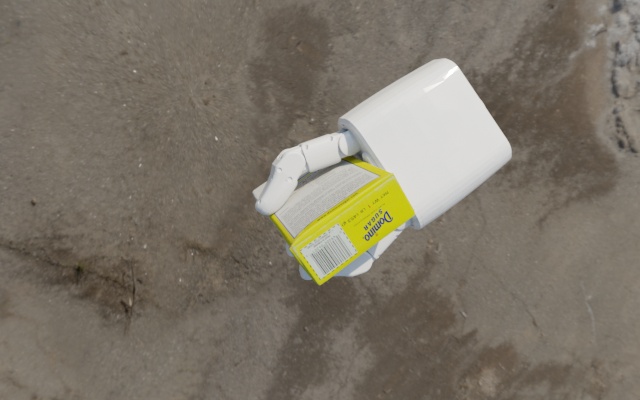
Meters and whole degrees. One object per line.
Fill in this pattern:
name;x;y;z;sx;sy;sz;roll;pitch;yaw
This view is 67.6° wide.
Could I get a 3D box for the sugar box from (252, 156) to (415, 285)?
sugar box;0.000;0.002;0.423;0.093;0.048;0.176;-35;18;-6
